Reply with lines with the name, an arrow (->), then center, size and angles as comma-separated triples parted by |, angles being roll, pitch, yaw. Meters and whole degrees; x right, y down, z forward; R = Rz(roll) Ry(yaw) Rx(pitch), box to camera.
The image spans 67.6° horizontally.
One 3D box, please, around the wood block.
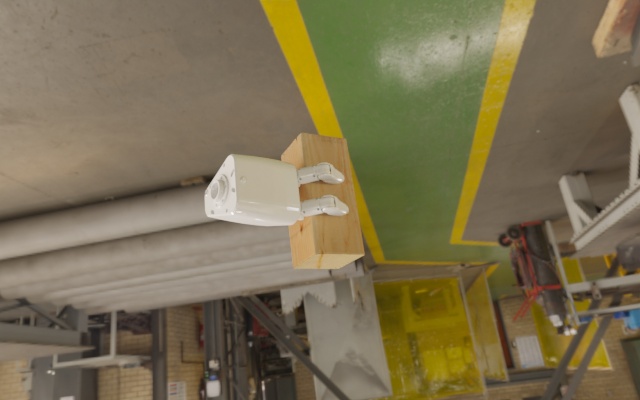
wood block -> 0.000, 0.003, 0.797 | 0.090, 0.206, 0.091 | 4, -23, -27
